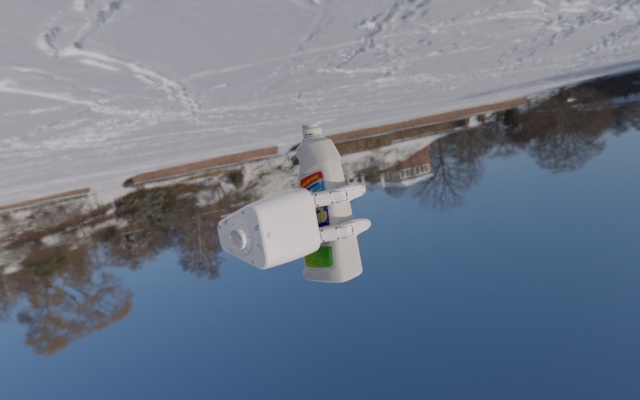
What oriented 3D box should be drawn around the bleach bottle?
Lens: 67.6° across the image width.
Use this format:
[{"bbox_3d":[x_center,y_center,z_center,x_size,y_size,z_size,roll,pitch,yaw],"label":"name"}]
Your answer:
[{"bbox_3d":[0.000,0.003,0.774,0.102,0.251,0.068,-4,9,44],"label":"bleach bottle"}]
